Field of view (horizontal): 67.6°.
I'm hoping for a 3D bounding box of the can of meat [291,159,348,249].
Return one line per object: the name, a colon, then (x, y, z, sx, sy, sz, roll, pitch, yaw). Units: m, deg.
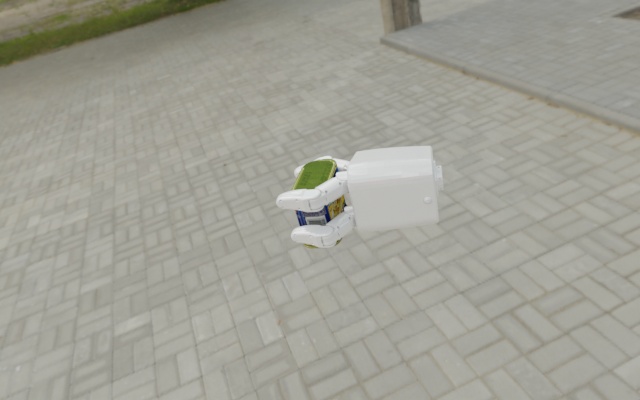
can of meat: (0.000, 0.002, 0.664, 0.057, 0.084, 0.102, -3, 35, 17)
